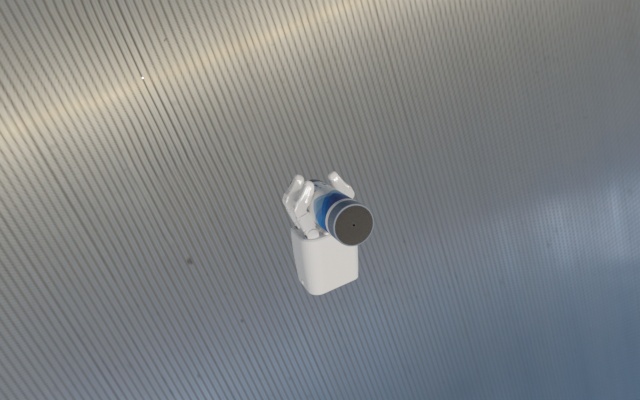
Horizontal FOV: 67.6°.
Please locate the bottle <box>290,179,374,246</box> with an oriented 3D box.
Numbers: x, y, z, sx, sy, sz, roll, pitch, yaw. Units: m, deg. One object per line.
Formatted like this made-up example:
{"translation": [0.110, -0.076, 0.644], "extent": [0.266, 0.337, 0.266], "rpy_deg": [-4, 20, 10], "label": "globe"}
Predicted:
{"translation": [0.000, 0.003, 0.842], "extent": [0.069, 0.069, 0.295], "rpy_deg": [0, 13, -20], "label": "bottle"}
